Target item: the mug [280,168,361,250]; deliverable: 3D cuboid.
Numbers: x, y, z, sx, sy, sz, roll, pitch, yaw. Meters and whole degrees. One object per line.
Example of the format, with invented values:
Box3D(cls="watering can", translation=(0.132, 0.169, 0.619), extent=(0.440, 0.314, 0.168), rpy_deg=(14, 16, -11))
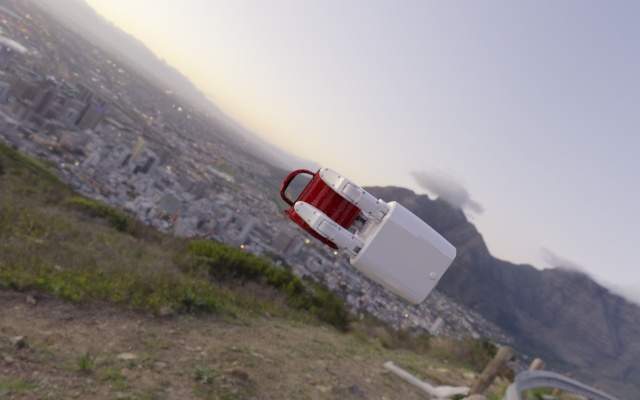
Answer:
Box3D(cls="mug", translation=(-0.001, 0.001, 0.663), extent=(0.117, 0.081, 0.093), rpy_deg=(35, 2, -7))
